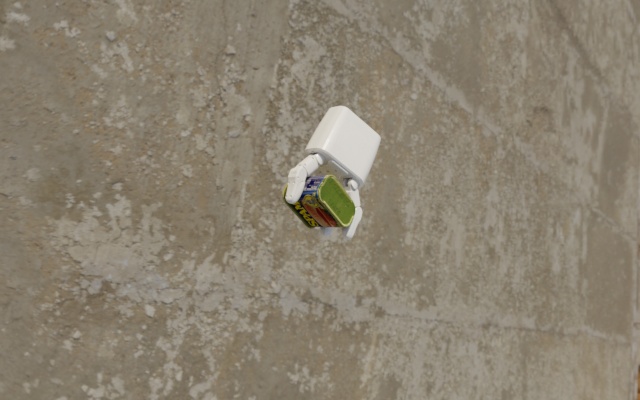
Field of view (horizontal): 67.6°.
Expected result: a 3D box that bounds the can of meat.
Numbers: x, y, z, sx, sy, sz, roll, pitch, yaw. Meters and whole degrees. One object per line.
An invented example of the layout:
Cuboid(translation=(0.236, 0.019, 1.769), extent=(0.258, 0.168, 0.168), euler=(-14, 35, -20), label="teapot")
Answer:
Cuboid(translation=(0.000, 0.003, 0.806), extent=(0.084, 0.057, 0.102), euler=(-2, -41, 43), label="can of meat")
